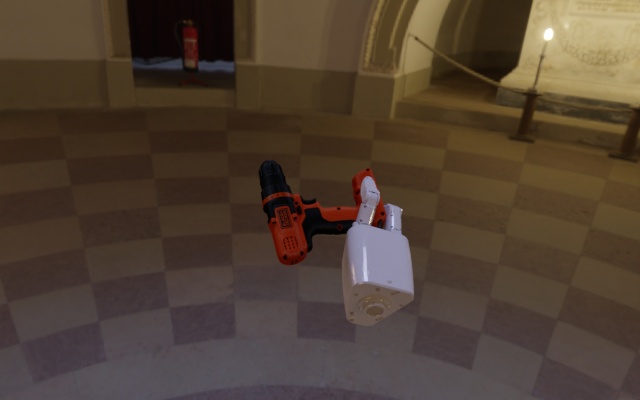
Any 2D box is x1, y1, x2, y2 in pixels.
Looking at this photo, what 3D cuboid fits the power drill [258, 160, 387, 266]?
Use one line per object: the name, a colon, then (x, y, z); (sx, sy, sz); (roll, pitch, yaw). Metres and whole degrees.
power drill: (0.001, 0.003, 0.779); (0.187, 0.184, 0.057); (-12, -23, -9)
